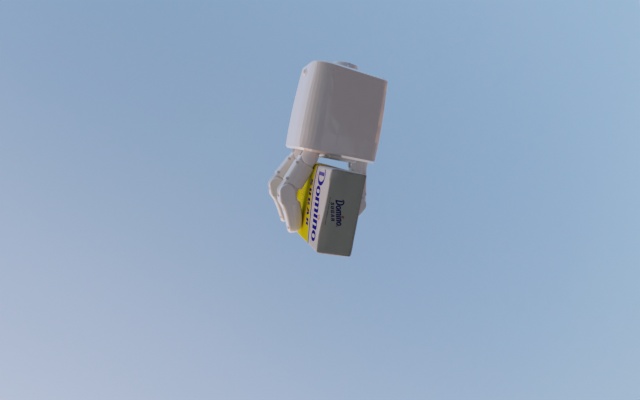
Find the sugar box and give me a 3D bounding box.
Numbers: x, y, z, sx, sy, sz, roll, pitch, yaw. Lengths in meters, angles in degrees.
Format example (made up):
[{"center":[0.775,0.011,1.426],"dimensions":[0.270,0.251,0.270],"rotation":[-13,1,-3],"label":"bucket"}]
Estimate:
[{"center":[0.000,0.002,0.586],"dimensions":[0.048,0.093,0.176],"rotation":[9,5,-13],"label":"sugar box"}]
